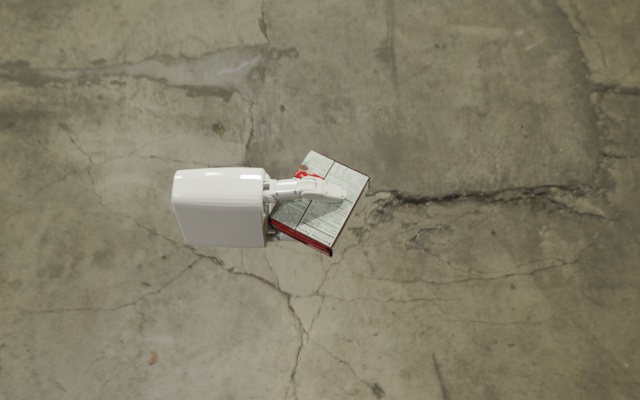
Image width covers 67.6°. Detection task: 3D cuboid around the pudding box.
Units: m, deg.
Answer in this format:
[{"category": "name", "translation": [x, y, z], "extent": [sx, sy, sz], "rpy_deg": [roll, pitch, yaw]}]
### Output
[{"category": "pudding box", "translation": [0.000, 0.002, 0.601], "extent": [0.090, 0.113, 0.039], "rpy_deg": [27, -19, 10]}]
